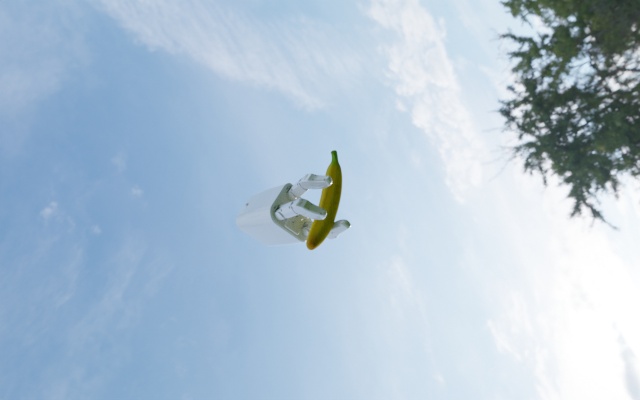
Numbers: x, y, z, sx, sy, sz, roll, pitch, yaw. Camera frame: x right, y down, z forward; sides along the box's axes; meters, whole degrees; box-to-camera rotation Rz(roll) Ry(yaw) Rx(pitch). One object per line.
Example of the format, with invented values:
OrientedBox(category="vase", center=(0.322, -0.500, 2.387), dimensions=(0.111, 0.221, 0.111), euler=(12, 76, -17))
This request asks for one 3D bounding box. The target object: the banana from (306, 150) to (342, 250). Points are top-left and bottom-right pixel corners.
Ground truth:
OrientedBox(category="banana", center=(0.009, 0.008, 0.891), dimensions=(0.037, 0.197, 0.070), euler=(0, -25, 28))
